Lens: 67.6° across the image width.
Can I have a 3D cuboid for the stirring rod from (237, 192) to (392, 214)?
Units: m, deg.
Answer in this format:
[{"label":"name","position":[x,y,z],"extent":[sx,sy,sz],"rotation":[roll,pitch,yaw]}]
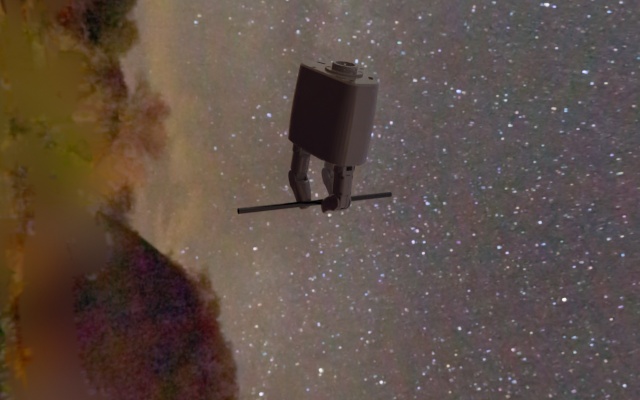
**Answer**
[{"label":"stirring rod","position":[0.000,0.002,0.671],"extent":[0.239,0.011,0.011],"rotation":[-6,3,-27]}]
